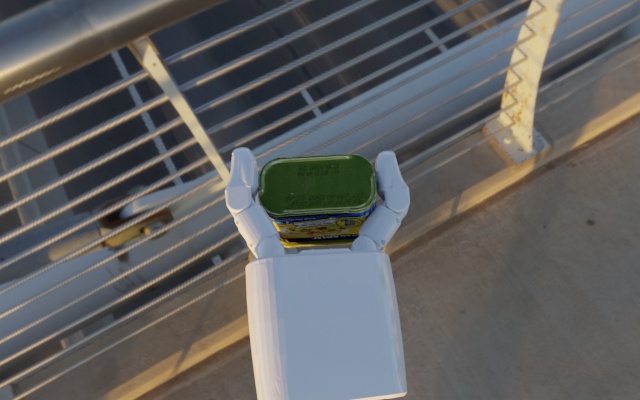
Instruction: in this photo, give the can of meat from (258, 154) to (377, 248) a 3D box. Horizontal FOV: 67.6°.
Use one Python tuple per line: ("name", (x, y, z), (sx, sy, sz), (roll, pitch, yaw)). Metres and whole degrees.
("can of meat", (0.000, 0.001, 0.422), (0.102, 0.057, 0.084), (-4, -21, 3))
